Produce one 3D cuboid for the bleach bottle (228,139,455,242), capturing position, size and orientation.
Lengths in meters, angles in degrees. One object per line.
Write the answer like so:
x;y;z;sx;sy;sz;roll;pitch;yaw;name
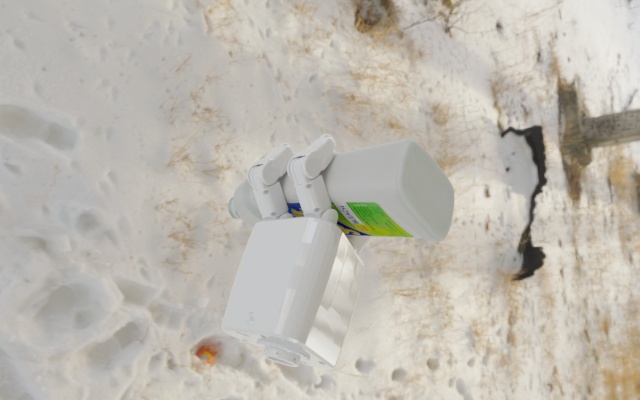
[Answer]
0.000;0.002;0.494;0.251;0.068;0.103;-7;-35;41;bleach bottle
